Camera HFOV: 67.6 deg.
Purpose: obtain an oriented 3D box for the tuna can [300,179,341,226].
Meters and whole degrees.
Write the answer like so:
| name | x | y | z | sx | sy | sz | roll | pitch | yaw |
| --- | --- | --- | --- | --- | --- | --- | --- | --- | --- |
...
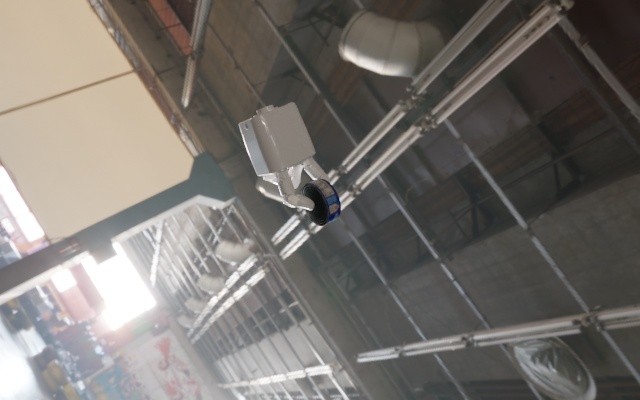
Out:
| name | x | y | z | sx | sy | sz | roll | pitch | yaw |
| --- | --- | --- | --- | --- | --- | --- | --- | --- | --- |
| tuna can | 0.001 | 0.003 | 0.898 | 0.033 | 0.086 | 0.086 | -25 | 13 | -30 |
